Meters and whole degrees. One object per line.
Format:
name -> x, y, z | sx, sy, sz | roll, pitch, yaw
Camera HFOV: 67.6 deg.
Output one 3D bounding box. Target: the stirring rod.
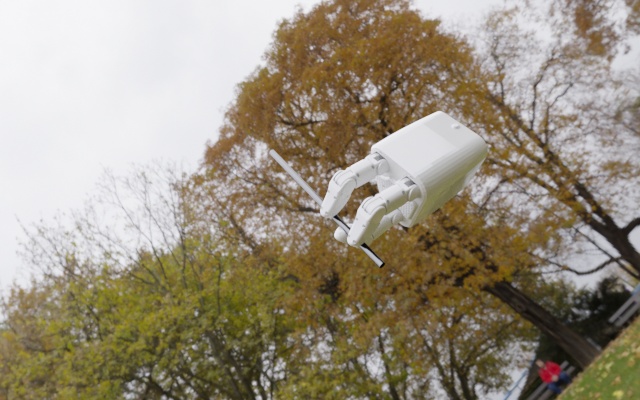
stirring rod -> 0.000, 0.002, 0.596 | 0.011, 0.011, 0.239 | 0, 35, -44
